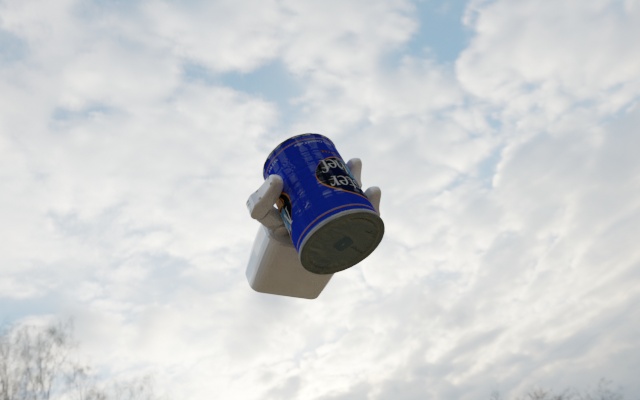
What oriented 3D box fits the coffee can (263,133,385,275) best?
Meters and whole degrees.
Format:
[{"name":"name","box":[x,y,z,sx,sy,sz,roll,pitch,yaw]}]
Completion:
[{"name":"coffee can","box":[0.000,0.002,0.570,0.103,0.103,0.140,0,44,-31]}]
